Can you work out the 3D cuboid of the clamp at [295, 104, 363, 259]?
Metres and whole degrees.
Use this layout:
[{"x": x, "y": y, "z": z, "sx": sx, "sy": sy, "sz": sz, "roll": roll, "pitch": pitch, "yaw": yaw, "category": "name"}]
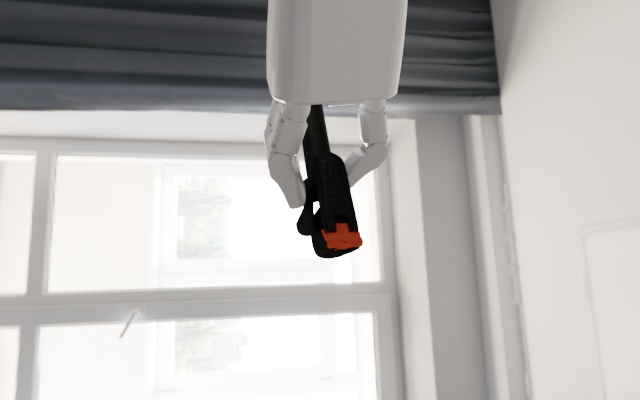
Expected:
[{"x": 0.001, "y": 0.001, "z": 0.453, "sx": 0.036, "sy": 0.165, "sz": 0.210, "roll": -3, "pitch": 28, "yaw": -9, "category": "clamp"}]
